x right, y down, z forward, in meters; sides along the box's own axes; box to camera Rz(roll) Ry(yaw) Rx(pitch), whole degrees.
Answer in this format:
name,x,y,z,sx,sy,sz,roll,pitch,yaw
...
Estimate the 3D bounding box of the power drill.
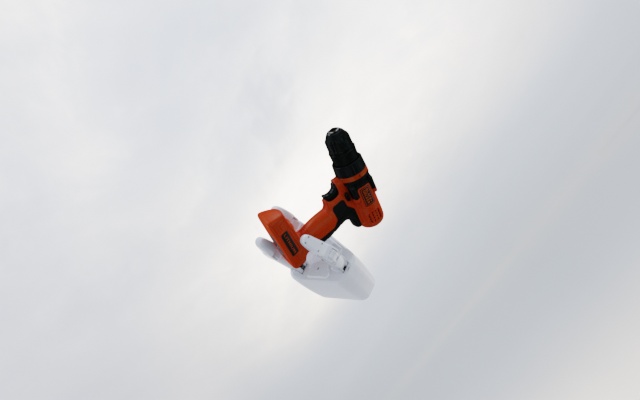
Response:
name,x,y,z,sx,sy,sz,roll,pitch,yaw
power drill,0.000,0.003,0.741,0.187,0.184,0.057,-34,29,-12
